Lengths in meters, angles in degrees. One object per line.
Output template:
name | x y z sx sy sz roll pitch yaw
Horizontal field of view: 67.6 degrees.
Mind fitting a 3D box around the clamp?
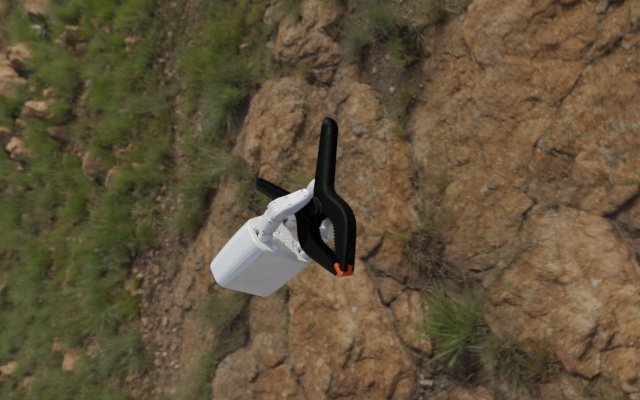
clamp | 0.000 0.003 0.652 0.036 0.210 0.165 5 -42 -51
